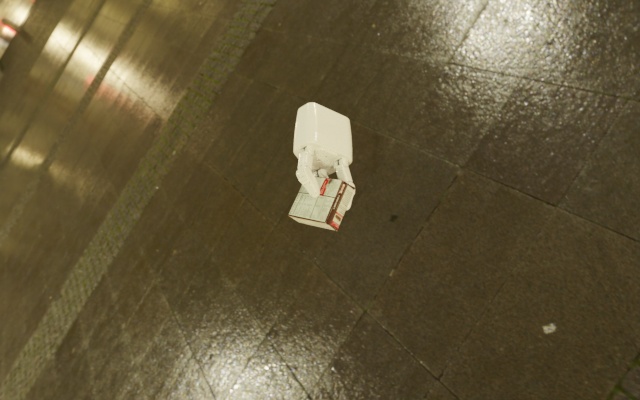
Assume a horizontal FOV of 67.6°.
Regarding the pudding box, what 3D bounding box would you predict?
[{"bbox_3d":[0.000,0.003,0.897,0.039,0.090,0.113,32,-15,-39],"label":"pudding box"}]
